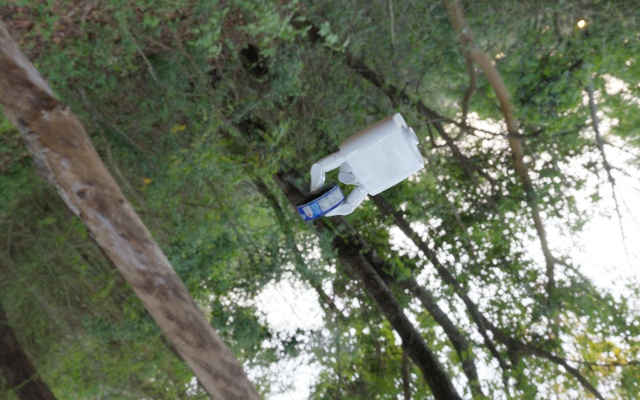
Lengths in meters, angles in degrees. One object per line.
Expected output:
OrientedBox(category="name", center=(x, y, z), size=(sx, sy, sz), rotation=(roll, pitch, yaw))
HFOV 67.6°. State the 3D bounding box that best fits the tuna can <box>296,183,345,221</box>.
OrientedBox(category="tuna can", center=(0.000, 0.003, 0.864), size=(0.086, 0.034, 0.086), rotation=(-28, 10, 5))
